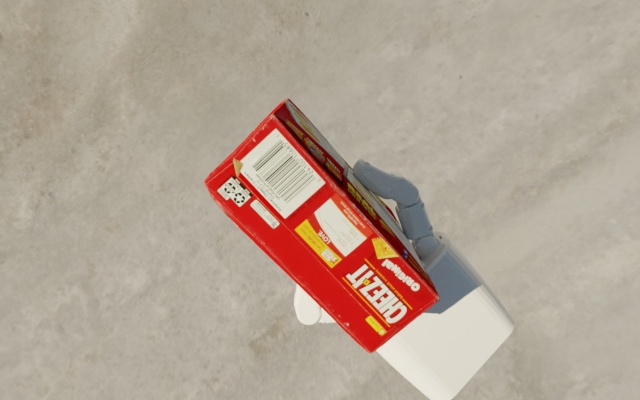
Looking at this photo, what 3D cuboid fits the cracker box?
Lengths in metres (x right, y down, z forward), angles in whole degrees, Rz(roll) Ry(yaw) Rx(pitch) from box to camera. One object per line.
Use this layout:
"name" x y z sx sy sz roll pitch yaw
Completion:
"cracker box" 0.000 0.001 0.402 0.072 0.164 0.213 -42 12 9
